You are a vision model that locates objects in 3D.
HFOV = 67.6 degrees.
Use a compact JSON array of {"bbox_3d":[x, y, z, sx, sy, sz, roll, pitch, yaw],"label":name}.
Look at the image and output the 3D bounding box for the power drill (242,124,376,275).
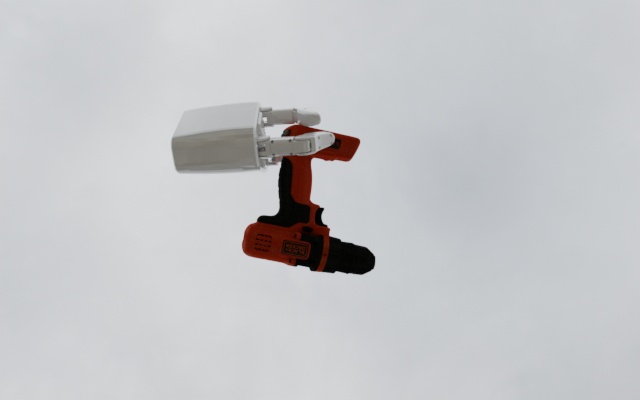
[{"bbox_3d":[0.000,0.002,0.645,0.184,0.187,0.057,12,-4,-14],"label":"power drill"}]
